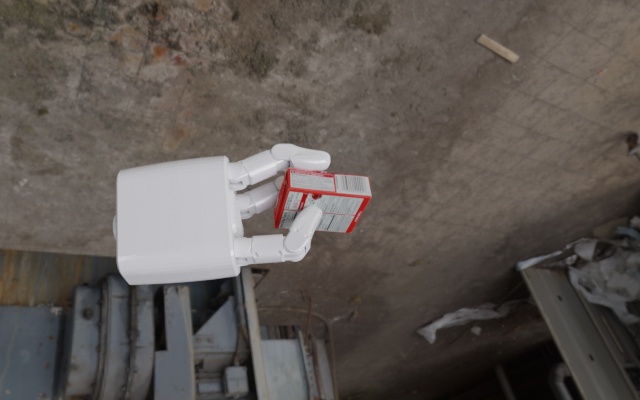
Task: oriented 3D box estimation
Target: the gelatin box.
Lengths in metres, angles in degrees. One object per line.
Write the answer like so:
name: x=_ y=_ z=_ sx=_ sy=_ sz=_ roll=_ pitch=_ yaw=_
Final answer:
gelatin box: x=0.000 y=0.002 z=0.502 sx=0.089 sy=0.030 sz=0.073 roll=5 pitch=-36 yaw=-13
